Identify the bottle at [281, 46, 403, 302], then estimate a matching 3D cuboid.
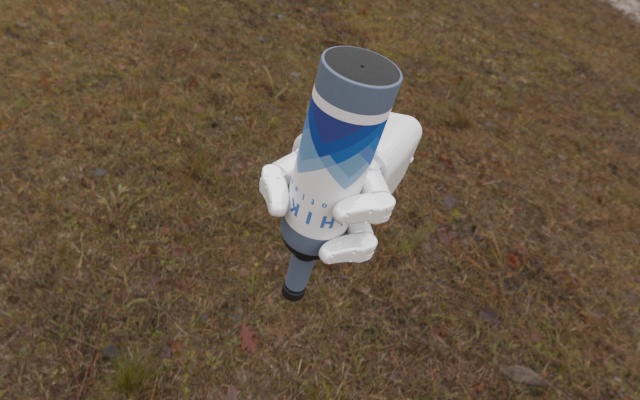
[{"bbox_3d":[0.000,0.001,0.468,0.069,0.296,0.069,10,41,-9],"label":"bottle"}]
